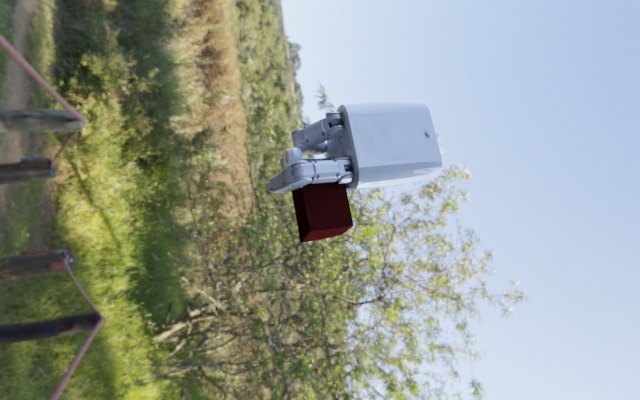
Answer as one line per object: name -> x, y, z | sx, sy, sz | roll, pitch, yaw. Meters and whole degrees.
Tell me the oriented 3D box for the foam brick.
foam brick -> 0.000, 0.002, 0.541 | 0.051, 0.078, 0.053 | -6, -15, -16
